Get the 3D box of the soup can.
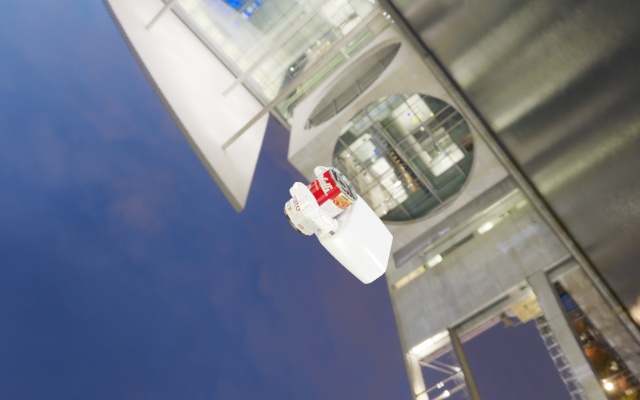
[{"bbox_3d":[0.000,0.002,0.771,0.102,0.068,0.068,-38,-13,18],"label":"soup can"}]
